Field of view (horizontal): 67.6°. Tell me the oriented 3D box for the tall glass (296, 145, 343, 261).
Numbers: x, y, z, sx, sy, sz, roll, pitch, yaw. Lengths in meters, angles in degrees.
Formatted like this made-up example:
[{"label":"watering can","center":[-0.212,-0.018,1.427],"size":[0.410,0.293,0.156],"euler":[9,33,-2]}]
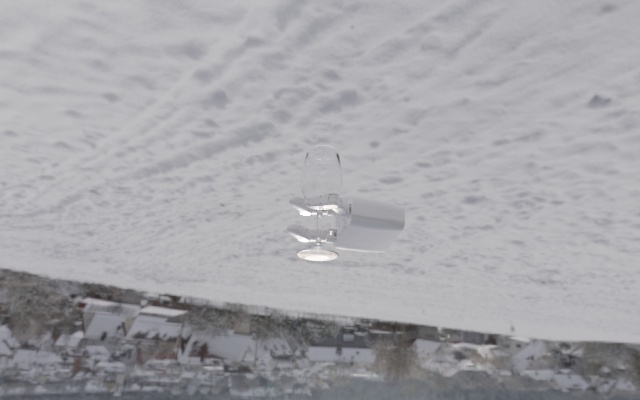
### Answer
[{"label":"tall glass","center":[0.000,0.003,0.863],"size":[0.079,0.201,0.079],"euler":[2,-21,1]}]
